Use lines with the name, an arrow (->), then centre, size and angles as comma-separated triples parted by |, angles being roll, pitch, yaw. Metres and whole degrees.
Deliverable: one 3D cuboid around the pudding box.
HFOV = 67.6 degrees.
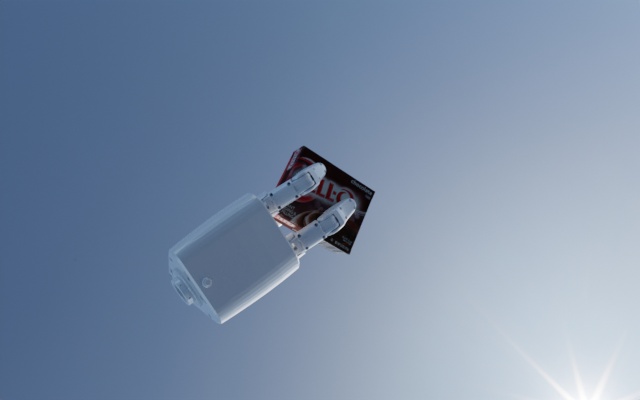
pudding box -> 0.000, 0.002, 0.576 | 0.113, 0.090, 0.039 | 32, -20, -21
